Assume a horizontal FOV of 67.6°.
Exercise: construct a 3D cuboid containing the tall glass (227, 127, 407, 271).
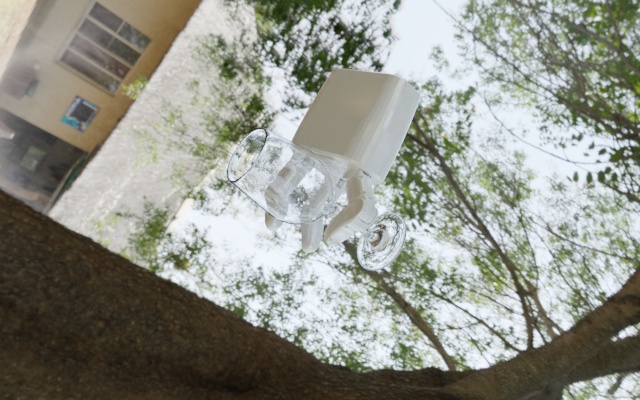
[{"bbox_3d":[0.001,0.002,0.506,0.201,0.079,0.079,32,-19,-32],"label":"tall glass"}]
